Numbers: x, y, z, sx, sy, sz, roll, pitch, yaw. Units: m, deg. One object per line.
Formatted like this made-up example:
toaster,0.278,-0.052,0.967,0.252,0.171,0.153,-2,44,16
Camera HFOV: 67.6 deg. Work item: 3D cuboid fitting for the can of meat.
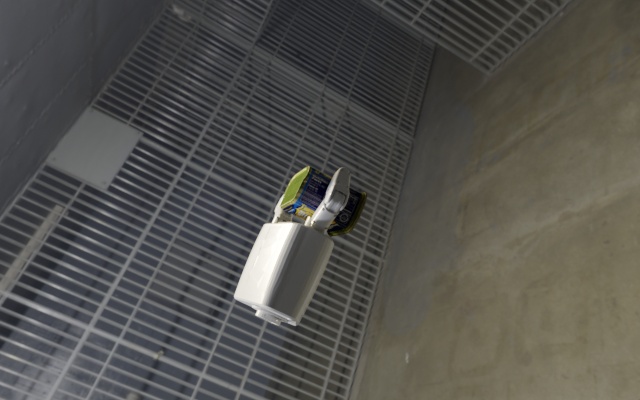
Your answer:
can of meat,0.000,0.002,0.624,0.084,0.057,0.102,27,-15,-12
